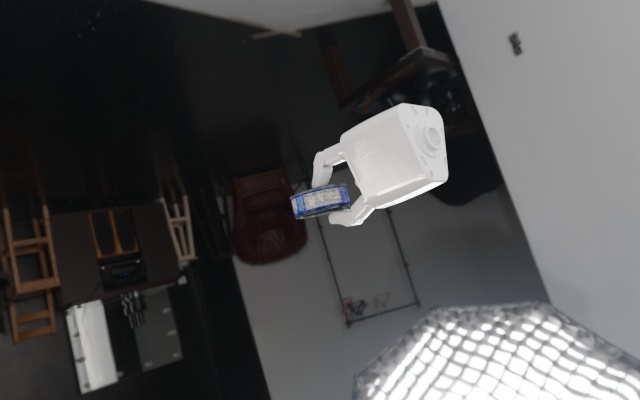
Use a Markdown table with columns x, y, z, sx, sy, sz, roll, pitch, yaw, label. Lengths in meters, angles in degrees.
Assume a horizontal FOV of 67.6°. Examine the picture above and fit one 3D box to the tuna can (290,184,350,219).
| x | y | z | sx | sy | sz | roll | pitch | yaw | label |
| --- | --- | --- | --- | --- | --- | --- | --- | --- | --- |
| 0.000 | 0.003 | 0.707 | 0.086 | 0.033 | 0.086 | -13 | -7 | -2 | tuna can |
